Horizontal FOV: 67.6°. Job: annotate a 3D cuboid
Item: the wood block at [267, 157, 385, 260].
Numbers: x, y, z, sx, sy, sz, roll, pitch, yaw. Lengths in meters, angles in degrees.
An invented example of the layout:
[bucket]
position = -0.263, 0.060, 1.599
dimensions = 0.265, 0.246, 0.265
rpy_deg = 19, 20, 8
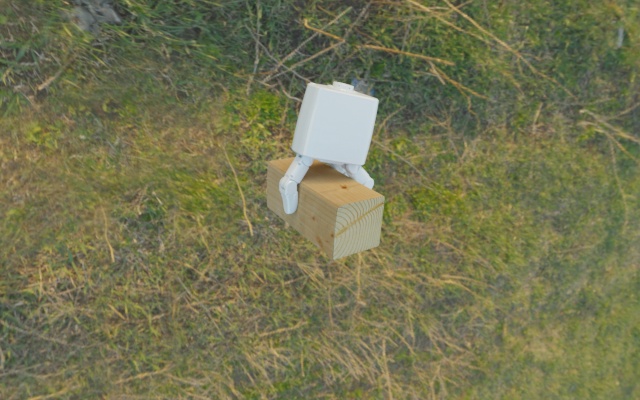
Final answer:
[wood block]
position = 0.000, 0.002, 0.784
dimensions = 0.091, 0.090, 0.206
rpy_deg = -12, 28, -32
